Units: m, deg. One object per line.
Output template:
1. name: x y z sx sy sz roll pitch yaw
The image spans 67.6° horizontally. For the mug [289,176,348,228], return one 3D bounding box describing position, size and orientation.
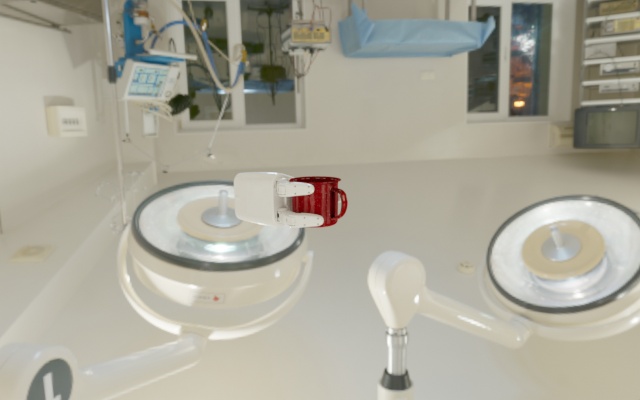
1. mug: 0.001 0.003 0.853 0.117 0.081 0.093 7 12 38
